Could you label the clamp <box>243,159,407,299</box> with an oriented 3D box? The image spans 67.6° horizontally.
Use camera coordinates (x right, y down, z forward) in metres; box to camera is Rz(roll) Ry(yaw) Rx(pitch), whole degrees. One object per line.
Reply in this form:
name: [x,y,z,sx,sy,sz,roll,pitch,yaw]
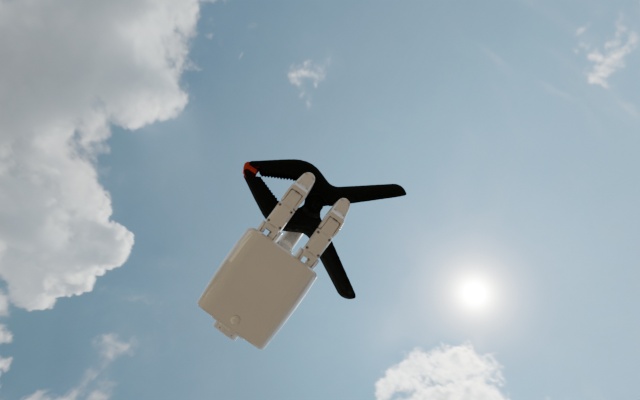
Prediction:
clamp: [-0.001,0.002,0.613,0.210,0.164,0.036,36,-15,-3]
